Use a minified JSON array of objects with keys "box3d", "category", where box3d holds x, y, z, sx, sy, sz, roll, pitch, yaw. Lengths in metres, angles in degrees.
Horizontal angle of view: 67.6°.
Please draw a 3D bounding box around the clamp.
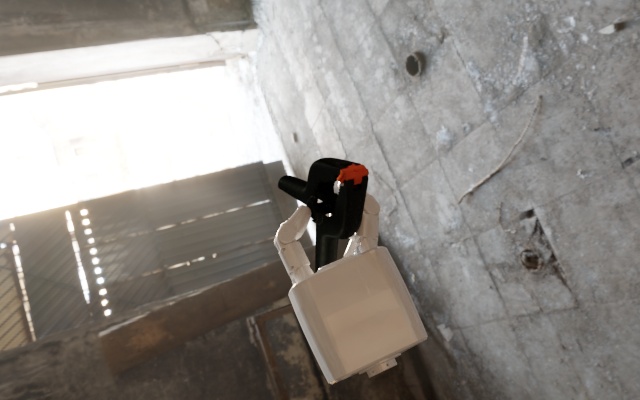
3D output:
[{"box3d":[0.000,0.002,0.567,0.036,0.164,0.210,-17,-23,-24],"category":"clamp"}]
